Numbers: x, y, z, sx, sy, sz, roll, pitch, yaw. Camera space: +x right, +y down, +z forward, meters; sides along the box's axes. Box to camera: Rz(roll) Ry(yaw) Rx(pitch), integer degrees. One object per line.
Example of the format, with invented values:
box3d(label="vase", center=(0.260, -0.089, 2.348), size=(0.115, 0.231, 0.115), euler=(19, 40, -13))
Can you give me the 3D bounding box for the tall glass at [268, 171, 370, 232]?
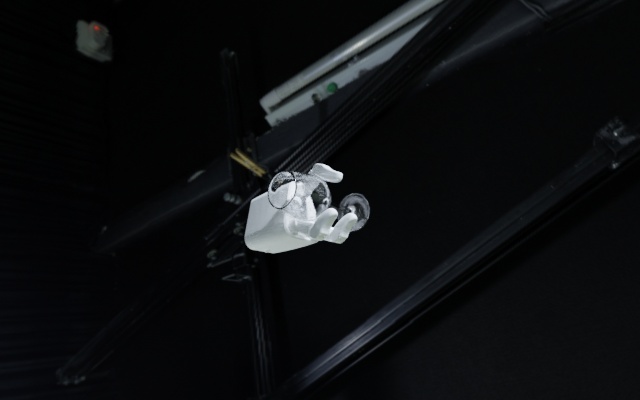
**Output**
box3d(label="tall glass", center=(0.001, 0.003, 0.823), size=(0.079, 0.079, 0.201), euler=(0, -12, 39))
